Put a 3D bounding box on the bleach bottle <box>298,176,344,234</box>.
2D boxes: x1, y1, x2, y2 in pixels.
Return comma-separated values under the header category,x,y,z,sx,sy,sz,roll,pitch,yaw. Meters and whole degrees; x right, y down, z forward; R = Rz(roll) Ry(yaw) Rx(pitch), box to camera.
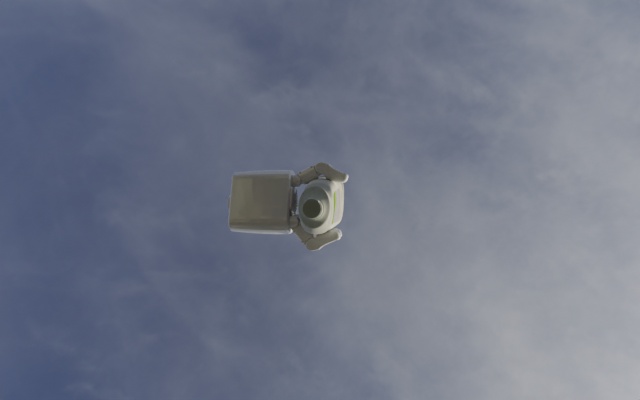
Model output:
category,x,y,z,sx,sy,sz,roll,pitch,yaw
bleach bottle,0.000,0.003,0.822,0.068,0.102,0.251,0,0,6
